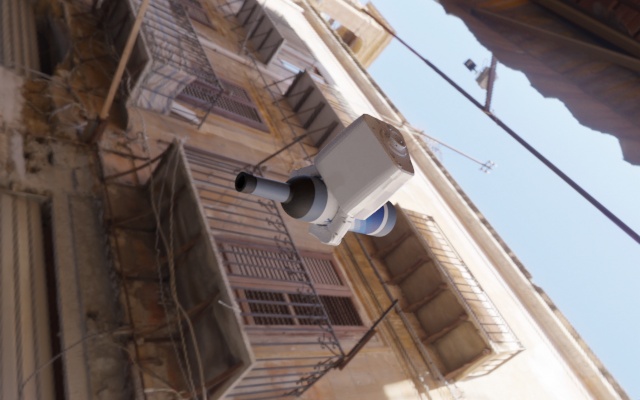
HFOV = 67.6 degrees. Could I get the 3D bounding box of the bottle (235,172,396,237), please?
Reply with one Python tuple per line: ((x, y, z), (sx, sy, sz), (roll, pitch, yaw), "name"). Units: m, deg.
((0.000, 0.002, 0.719), (0.296, 0.069, 0.069), (14, -10, -43), "bottle")
